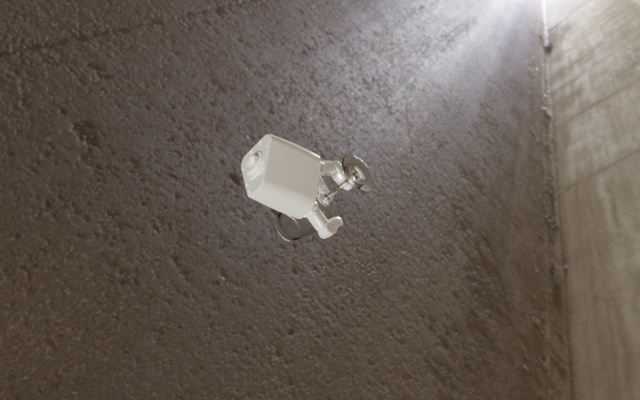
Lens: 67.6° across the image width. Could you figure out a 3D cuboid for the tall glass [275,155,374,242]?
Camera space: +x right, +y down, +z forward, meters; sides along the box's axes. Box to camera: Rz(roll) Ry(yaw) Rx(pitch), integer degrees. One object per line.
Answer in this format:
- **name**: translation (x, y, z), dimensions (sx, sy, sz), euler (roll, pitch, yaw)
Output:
- **tall glass**: translation (0.001, 0.003, 0.861), dimensions (0.079, 0.079, 0.201), euler (0, -30, -47)
